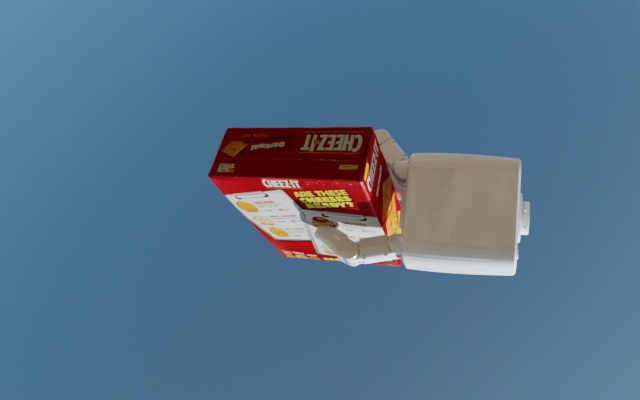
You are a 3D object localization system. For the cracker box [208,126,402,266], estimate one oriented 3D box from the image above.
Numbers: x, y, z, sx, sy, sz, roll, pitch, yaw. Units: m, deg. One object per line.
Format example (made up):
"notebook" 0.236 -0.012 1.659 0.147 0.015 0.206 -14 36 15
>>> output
"cracker box" 0.000 0.002 0.549 0.164 0.072 0.214 2 -28 21
